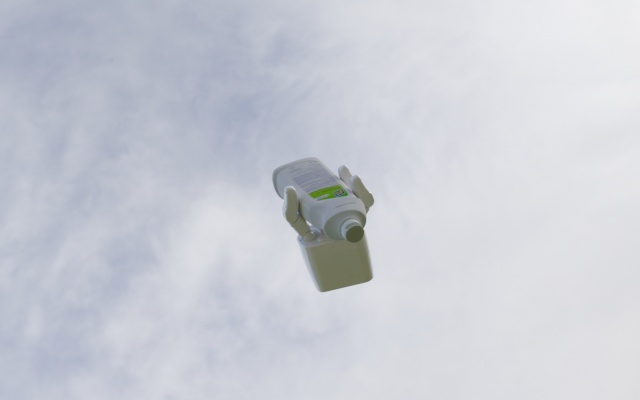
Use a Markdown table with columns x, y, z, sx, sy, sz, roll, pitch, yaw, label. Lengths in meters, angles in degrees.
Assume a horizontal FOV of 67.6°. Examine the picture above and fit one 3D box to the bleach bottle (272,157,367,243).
| x | y | z | sx | sy | sz | roll | pitch | yaw | label |
| --- | --- | --- | --- | --- | --- | --- | --- | --- | --- |
| 0.000 | 0.002 | 0.782 | 0.102 | 0.068 | 0.250 | -20 | 28 | -11 | bleach bottle |
